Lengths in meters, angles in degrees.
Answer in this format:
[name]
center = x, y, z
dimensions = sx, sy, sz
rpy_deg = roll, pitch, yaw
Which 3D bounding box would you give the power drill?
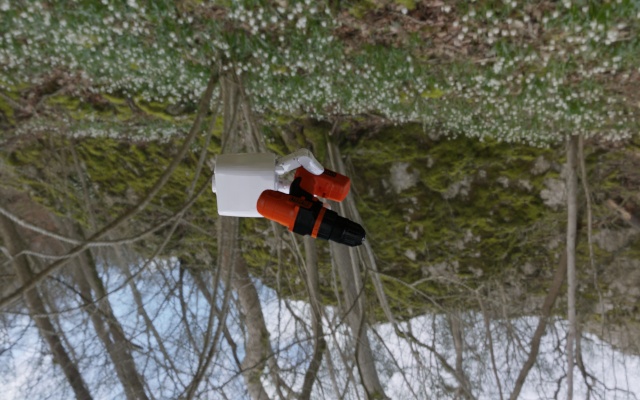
[power drill]
center = 0.000, 0.002, 0.829
dimensions = 0.184, 0.057, 0.187
rpy_deg = 22, 25, 4
